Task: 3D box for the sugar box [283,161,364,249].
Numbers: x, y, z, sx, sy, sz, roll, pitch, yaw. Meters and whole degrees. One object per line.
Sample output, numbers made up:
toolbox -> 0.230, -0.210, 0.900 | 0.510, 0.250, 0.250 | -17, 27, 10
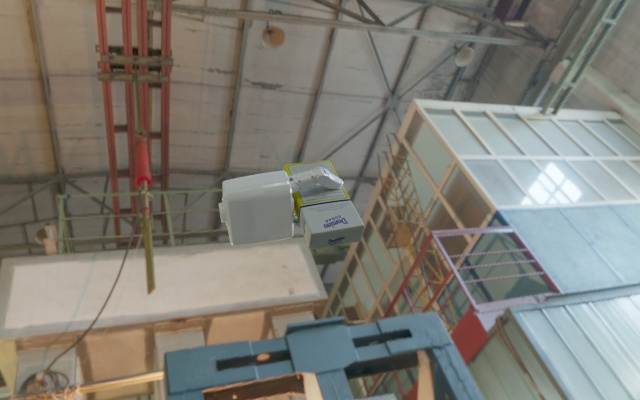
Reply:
sugar box -> 0.000, 0.003, 0.824 | 0.093, 0.048, 0.176 | -8, 47, -16
